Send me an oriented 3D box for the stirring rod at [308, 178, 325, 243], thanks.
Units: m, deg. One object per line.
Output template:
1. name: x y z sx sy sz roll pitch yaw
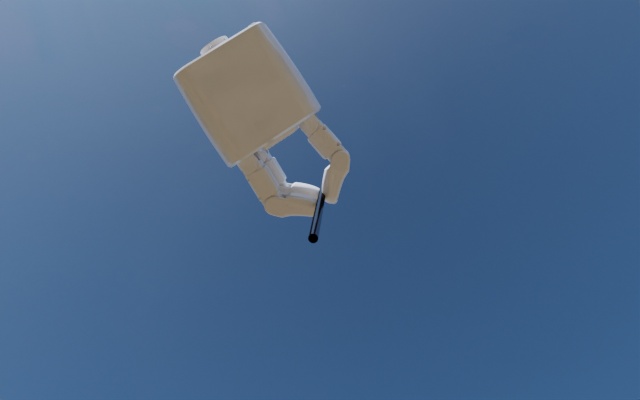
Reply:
1. stirring rod: 0.000 0.002 0.489 0.011 0.011 0.239 0 13 3
